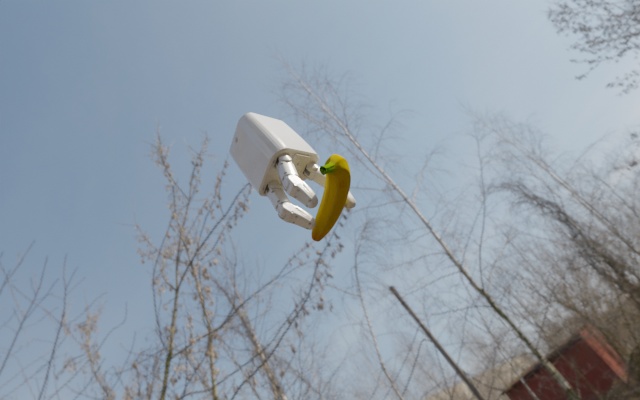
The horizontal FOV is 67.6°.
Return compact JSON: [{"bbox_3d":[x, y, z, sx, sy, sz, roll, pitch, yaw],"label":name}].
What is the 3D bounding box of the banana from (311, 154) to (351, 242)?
[{"bbox_3d":[0.014,-0.009,0.720,0.069,0.037,0.198,-35,-26,-24],"label":"banana"}]
